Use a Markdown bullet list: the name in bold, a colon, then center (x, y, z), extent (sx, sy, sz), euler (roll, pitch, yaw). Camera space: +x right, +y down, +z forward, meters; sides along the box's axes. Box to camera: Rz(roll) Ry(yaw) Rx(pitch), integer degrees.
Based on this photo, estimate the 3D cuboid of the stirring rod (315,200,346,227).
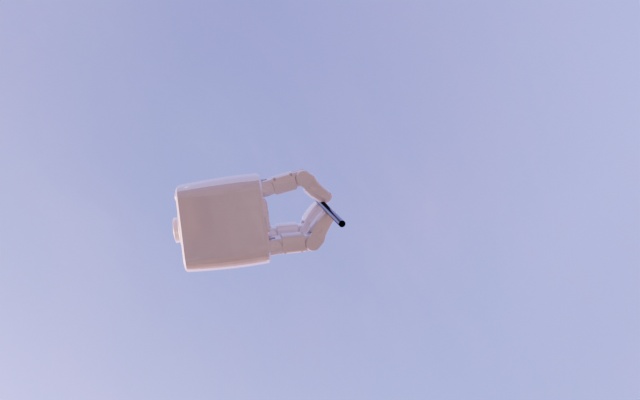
- **stirring rod**: center (0.000, 0.002, 0.645), extent (0.011, 0.011, 0.239), euler (0, 11, -12)
